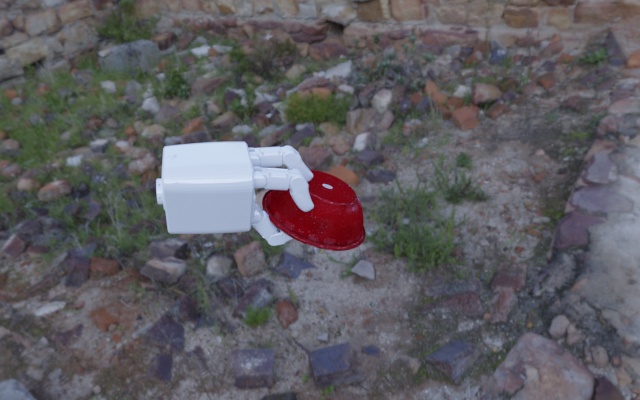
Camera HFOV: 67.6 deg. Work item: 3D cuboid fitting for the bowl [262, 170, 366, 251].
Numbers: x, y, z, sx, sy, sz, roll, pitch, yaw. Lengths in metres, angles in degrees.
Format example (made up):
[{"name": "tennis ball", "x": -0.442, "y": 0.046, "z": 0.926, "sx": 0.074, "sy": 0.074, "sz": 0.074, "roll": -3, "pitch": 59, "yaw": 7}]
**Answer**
[{"name": "bowl", "x": 0.001, "y": 0.002, "z": 0.691, "sx": 0.162, "sy": 0.055, "sz": 0.162, "roll": 18, "pitch": 26, "yaw": -9}]
